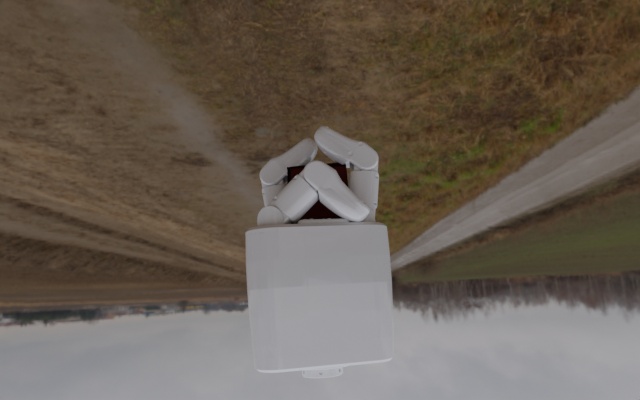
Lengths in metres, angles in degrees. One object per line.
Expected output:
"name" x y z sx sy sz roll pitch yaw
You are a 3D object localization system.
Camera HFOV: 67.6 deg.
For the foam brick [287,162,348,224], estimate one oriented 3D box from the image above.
"foam brick" 0.000 0.001 0.434 0.053 0.051 0.078 -5 -11 4
